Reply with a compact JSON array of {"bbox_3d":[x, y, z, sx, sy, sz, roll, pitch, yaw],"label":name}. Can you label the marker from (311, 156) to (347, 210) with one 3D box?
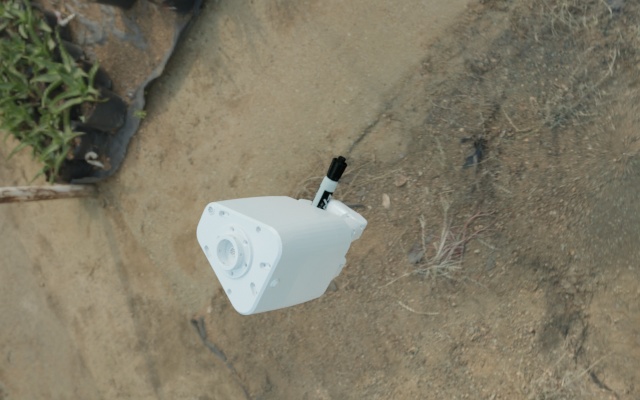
[{"bbox_3d":[0.000,0.002,0.565,0.020,0.121,0.020,23,20,-9],"label":"marker"}]
